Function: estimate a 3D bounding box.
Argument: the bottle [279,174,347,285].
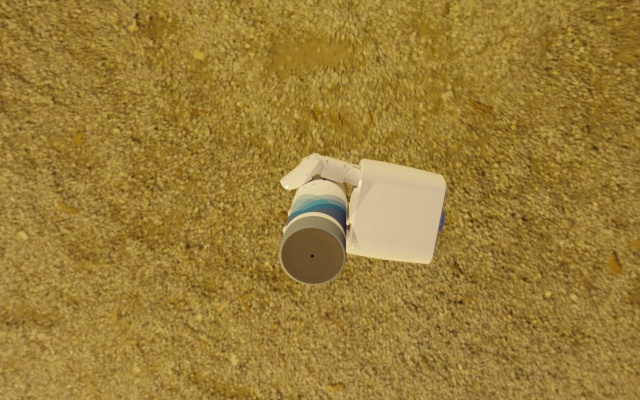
[{"bbox_3d":[0.000,0.002,0.605,0.069,0.069,0.295,0,21,3],"label":"bottle"}]
